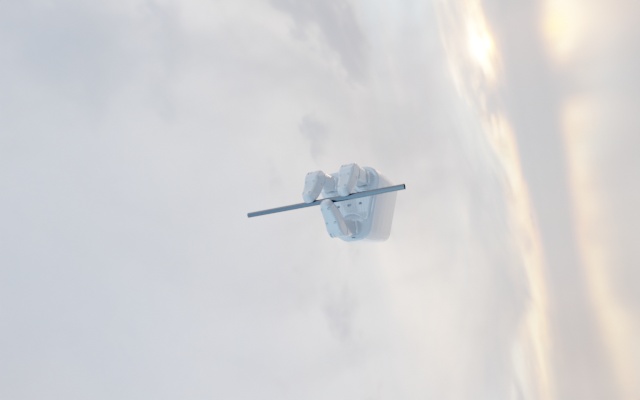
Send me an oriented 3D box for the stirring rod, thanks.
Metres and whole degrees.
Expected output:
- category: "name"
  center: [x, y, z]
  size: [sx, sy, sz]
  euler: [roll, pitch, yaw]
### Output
- category: "stirring rod"
  center: [0.000, 0.002, 0.657]
  size: [0.239, 0.011, 0.011]
  euler: [-11, -5, 25]
